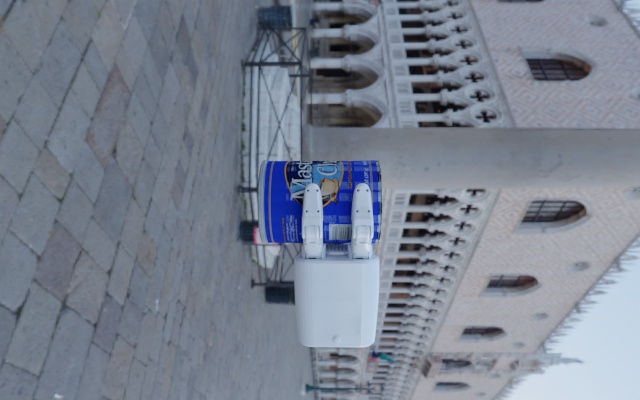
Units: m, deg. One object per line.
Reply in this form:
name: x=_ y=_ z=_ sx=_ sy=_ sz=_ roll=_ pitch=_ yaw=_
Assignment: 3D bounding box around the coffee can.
coffee can: x=0.000 y=0.002 z=0.584 sx=0.140 sy=0.103 sz=0.103 roll=0 pitch=0 yaw=1
